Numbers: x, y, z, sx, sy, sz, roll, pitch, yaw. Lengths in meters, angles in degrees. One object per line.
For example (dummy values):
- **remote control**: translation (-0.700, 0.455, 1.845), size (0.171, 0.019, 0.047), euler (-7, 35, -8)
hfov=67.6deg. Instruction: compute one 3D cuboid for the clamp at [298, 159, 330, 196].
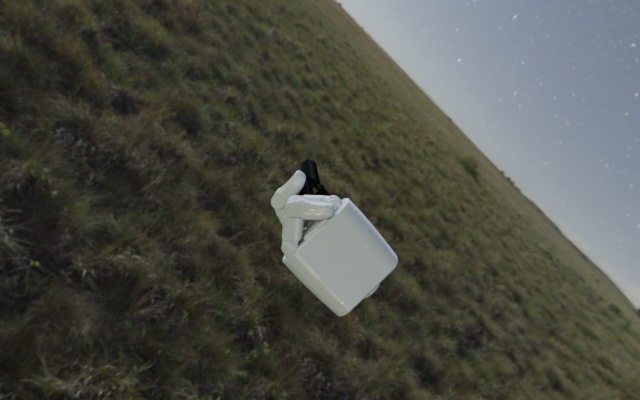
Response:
- **clamp**: translation (0.001, 0.002, 0.713), size (0.039, 0.120, 0.171), euler (-38, 7, 16)
